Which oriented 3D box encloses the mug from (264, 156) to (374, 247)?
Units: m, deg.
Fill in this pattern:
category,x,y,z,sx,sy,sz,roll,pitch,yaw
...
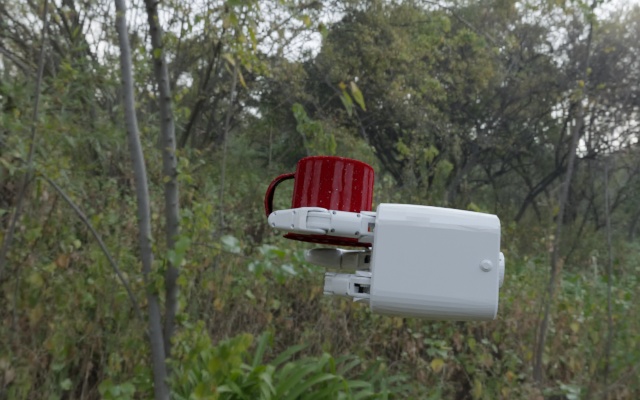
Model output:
category,x,y,z,sx,sy,sz,roll,pitch,yaw
mug,-0.001,0.001,0.492,0.117,0.081,0.093,5,-8,11
